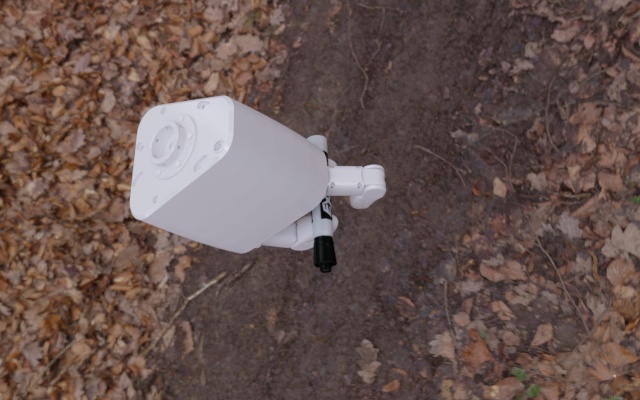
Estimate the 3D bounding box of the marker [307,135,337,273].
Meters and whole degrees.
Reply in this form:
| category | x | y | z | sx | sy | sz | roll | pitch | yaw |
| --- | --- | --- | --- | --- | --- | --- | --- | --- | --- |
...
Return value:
| category | x | y | z | sx | sy | sz | roll | pitch | yaw |
| --- | --- | --- | --- | --- | --- | --- | --- | --- | --- |
| marker | 0.000 | 0.001 | 0.404 | 0.020 | 0.121 | 0.020 | -3 | -23 | -1 |
